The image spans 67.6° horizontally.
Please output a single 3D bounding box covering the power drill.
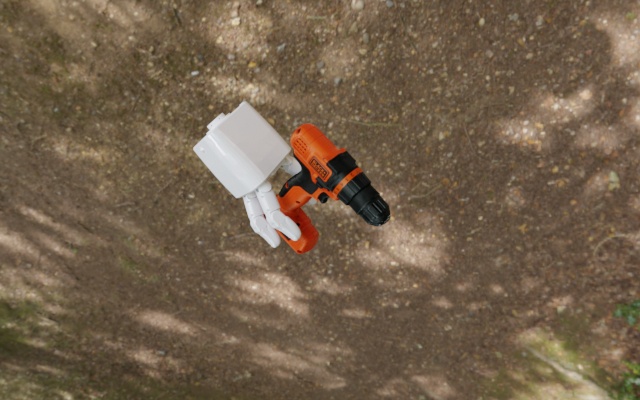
[{"bbox_3d":[0.000,0.002,0.726,0.057,0.184,0.188,-31,-15,-46],"label":"power drill"}]
